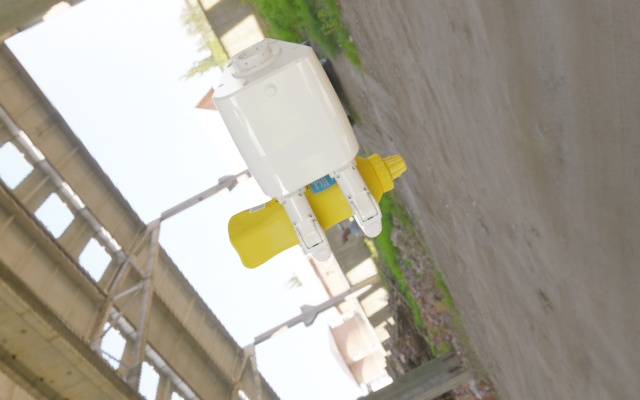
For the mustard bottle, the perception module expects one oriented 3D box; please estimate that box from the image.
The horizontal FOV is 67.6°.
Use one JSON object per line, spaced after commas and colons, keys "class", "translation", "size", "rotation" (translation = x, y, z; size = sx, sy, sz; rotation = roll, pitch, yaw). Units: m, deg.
{"class": "mustard bottle", "translation": [0.000, 0.002, 0.499], "size": [0.191, 0.058, 0.096], "rotation": [-27, 10, 1]}
